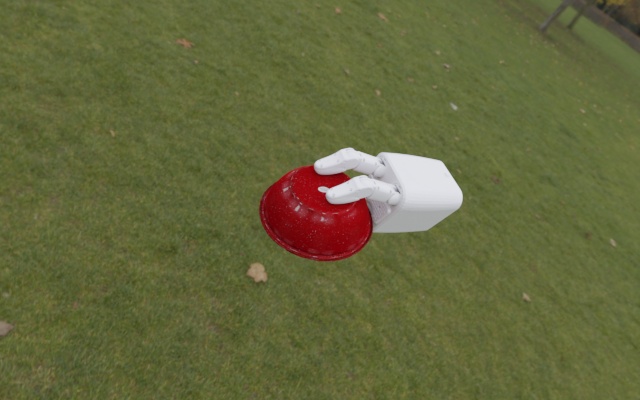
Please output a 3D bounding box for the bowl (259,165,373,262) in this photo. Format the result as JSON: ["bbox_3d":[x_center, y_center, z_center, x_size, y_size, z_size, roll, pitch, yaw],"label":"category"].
[{"bbox_3d":[-0.001,0.002,0.645,0.162,0.162,0.055,0,-44,-16],"label":"bowl"}]
